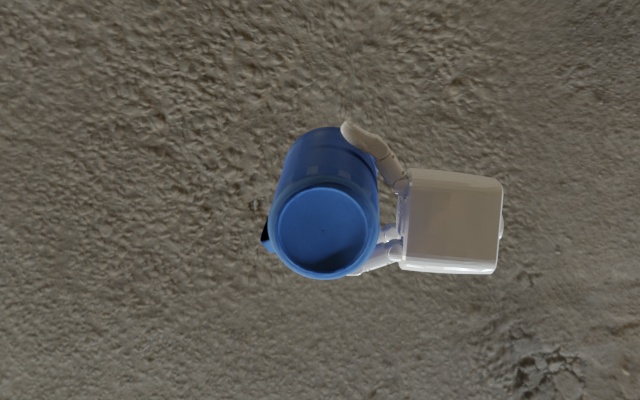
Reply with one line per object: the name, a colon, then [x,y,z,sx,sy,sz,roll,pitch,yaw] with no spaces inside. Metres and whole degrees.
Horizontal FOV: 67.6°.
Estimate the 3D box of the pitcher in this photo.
pitcher: [0.000,0.002,0.565,0.145,0.149,0.242,7,17,1]
